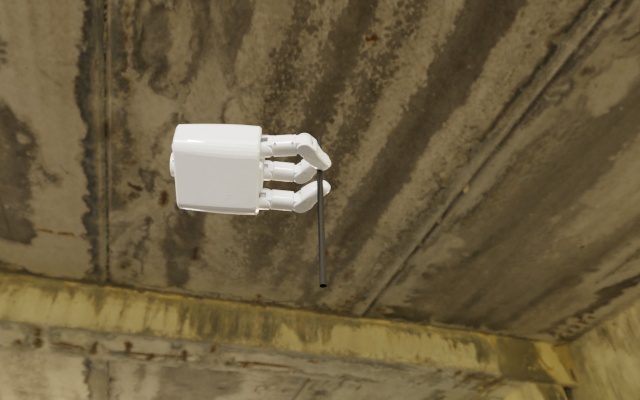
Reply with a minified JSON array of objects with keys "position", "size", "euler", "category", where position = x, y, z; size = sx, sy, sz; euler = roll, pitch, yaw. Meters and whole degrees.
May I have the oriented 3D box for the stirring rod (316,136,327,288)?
[{"position":[0.000,0.002,0.593],"size":[0.011,0.239,0.011],"euler":[-1,-41,-1],"category":"stirring rod"}]
